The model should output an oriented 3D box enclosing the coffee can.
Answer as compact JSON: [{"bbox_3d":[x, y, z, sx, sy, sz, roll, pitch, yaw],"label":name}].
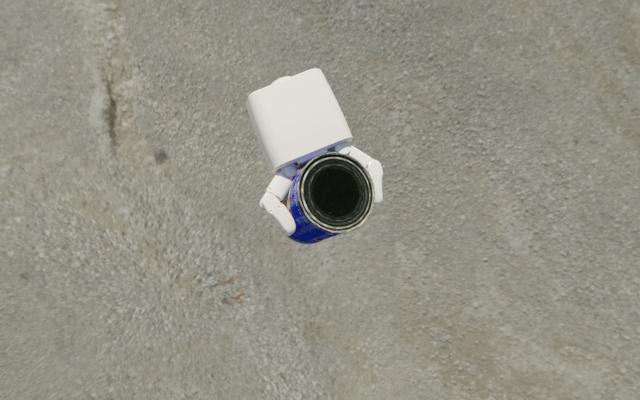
[{"bbox_3d":[0.000,0.002,0.653,0.103,0.103,0.140,0,-10,-18],"label":"coffee can"}]
